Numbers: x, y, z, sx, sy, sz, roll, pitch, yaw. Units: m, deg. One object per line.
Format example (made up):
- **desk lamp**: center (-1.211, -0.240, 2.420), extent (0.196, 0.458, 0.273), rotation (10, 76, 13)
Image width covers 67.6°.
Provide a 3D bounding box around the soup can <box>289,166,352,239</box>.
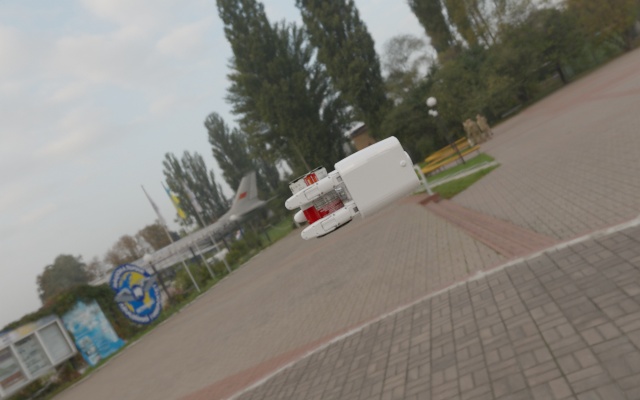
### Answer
- **soup can**: center (0.000, 0.003, 0.786), extent (0.068, 0.102, 0.068), rotation (-28, 1, 1)
